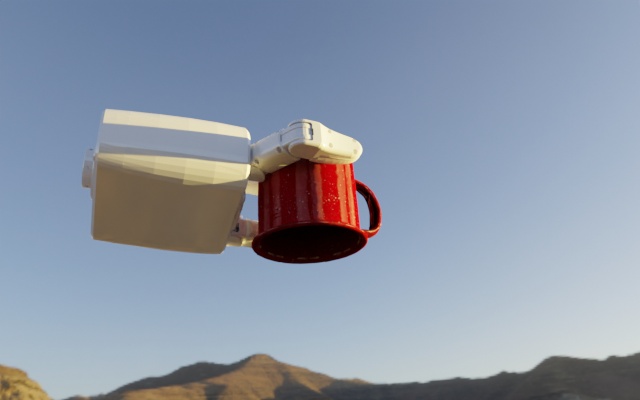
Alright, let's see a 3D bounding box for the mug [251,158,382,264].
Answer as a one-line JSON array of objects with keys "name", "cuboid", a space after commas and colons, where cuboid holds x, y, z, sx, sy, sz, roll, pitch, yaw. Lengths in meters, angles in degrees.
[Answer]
[{"name": "mug", "cuboid": [0.001, 0.001, 0.403, 0.117, 0.081, 0.093, 8, -28, -23]}]
